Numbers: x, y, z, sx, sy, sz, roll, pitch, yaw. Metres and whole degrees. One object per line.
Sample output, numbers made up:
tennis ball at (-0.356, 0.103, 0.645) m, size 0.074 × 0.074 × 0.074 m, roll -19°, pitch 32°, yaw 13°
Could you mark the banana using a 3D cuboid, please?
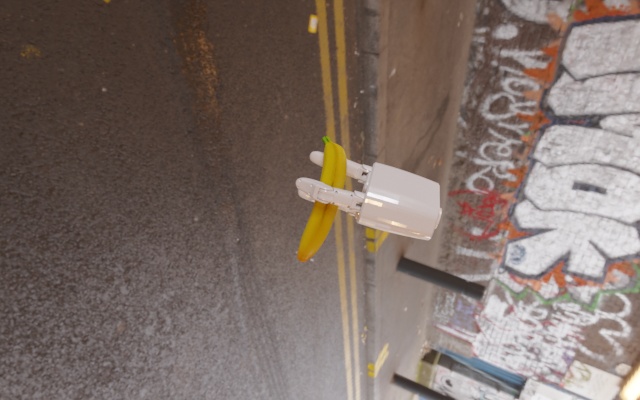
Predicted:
banana at (0.006, -0.001, 0.711) m, size 0.037 × 0.198 × 0.069 m, roll 15°, pitch -4°, yaw -15°
